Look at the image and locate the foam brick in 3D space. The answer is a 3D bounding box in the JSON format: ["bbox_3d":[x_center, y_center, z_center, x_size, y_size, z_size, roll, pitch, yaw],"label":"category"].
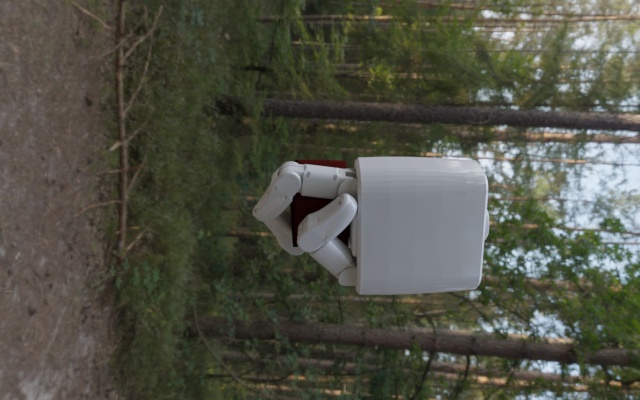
[{"bbox_3d":[0.000,0.001,0.448,0.051,0.053,0.078,-1,32,1],"label":"foam brick"}]
